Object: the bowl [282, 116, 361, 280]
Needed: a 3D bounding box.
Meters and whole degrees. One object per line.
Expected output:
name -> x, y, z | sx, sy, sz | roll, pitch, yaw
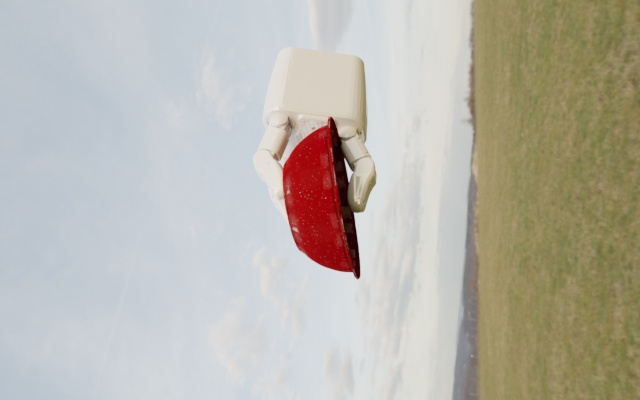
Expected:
bowl -> 0.000, 0.003, 0.473 | 0.055, 0.162, 0.162 | -10, -1, 7
